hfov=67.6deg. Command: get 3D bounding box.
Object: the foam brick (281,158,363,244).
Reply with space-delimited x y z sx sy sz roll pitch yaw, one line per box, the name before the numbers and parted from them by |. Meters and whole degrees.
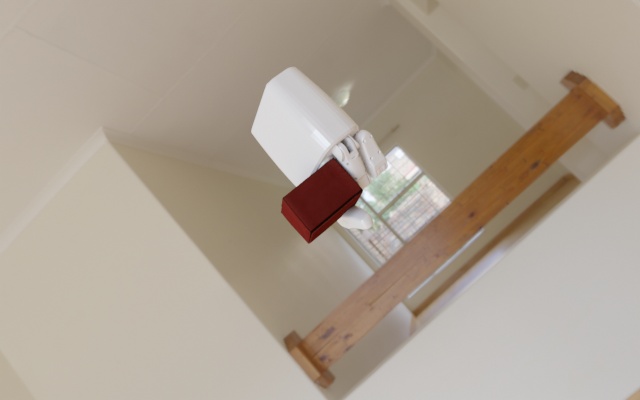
foam brick | 0.000 0.002 0.539 0.078 0.051 0.053 -40 -10 -18
